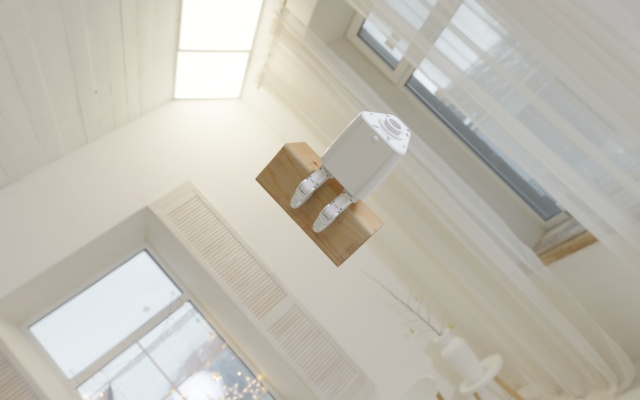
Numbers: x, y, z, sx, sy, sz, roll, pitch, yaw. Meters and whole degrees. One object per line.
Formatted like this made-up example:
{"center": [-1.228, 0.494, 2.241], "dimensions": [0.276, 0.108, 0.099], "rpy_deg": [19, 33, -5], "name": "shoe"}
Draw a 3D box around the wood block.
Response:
{"center": [0.000, 0.002, 0.826], "dimensions": [0.090, 0.206, 0.091], "rpy_deg": [-47, -9, 20], "name": "wood block"}
